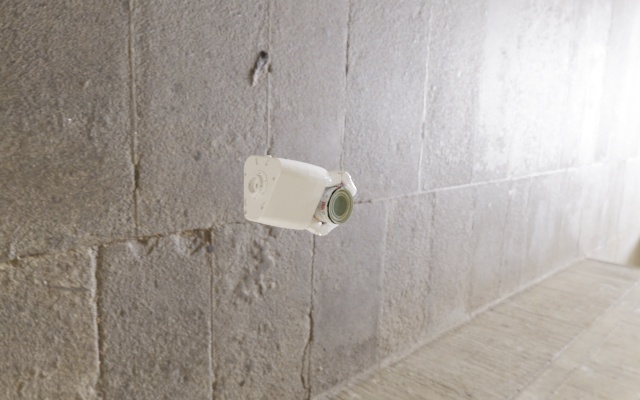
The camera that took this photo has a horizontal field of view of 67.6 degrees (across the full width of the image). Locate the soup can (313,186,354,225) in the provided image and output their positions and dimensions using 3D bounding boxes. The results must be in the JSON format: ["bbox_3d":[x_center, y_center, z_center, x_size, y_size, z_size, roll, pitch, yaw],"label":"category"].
[{"bbox_3d":[0.001,0.003,0.860,0.102,0.068,0.068,11,7,43],"label":"soup can"}]
